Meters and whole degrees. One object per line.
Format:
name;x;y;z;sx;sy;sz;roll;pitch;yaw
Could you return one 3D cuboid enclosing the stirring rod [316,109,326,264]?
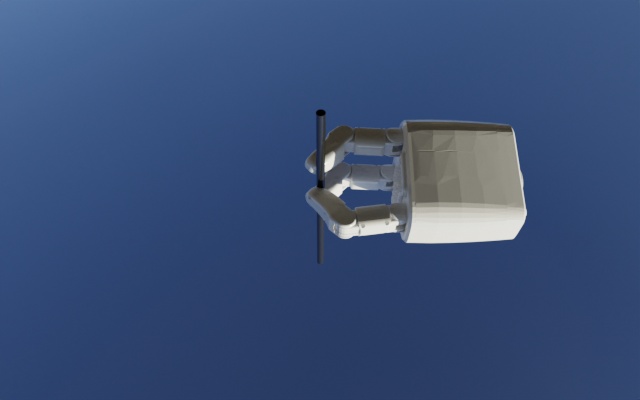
stirring rod;0.000;0.002;0.478;0.011;0.011;0.240;0;-37;0
